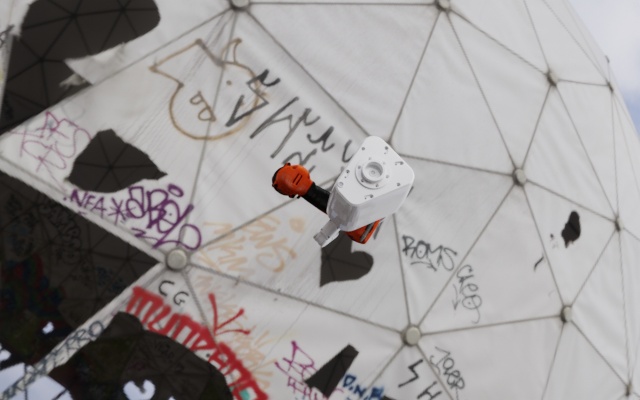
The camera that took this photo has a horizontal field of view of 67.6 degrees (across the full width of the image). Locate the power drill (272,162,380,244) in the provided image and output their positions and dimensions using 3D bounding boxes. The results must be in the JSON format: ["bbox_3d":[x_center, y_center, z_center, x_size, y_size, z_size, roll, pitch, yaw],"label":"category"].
[{"bbox_3d":[0.001,0.003,0.829,0.188,0.057,0.184,31,-4,-11],"label":"power drill"}]
